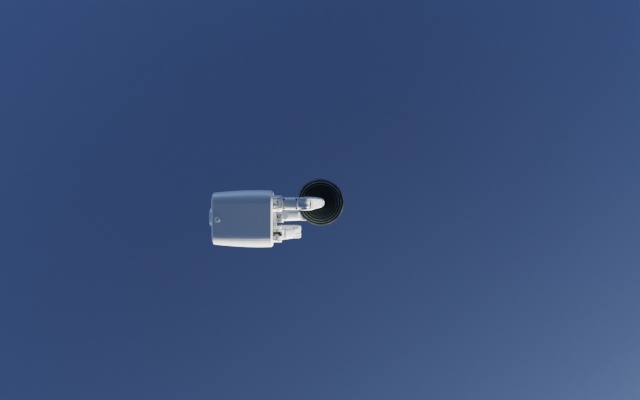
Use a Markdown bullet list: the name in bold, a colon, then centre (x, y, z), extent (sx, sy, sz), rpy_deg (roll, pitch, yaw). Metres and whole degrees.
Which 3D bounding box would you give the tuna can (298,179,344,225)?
- **tuna can**: centre (0.000, 0.003, 0.893), extent (0.086, 0.086, 0.034), rpy_deg (0, 1, 0)
